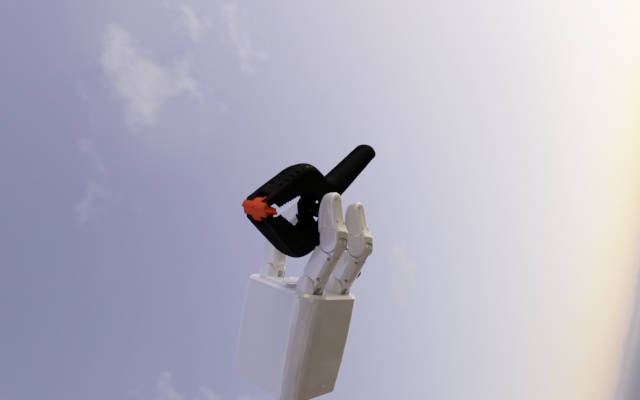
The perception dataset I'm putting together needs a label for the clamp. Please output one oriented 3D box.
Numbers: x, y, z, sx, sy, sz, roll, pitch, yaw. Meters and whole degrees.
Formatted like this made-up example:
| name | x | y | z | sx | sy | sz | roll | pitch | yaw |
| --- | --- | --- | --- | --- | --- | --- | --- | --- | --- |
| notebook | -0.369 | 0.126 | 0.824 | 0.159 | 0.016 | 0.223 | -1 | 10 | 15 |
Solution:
| name | x | y | z | sx | sy | sz | roll | pitch | yaw |
| --- | --- | --- | --- | --- | --- | --- | --- | --- | --- |
| clamp | -0.001 | 0.002 | 0.508 | 0.036 | 0.164 | 0.210 | 7 | -5 | 33 |
